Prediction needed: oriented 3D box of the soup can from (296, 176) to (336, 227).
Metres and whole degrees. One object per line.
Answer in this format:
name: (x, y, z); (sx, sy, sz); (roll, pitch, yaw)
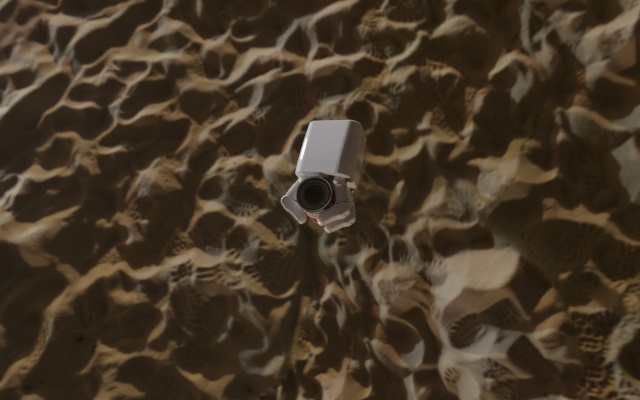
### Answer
soup can: (0.000, 0.003, 0.860); (0.068, 0.068, 0.102); (0, -17, 13)
